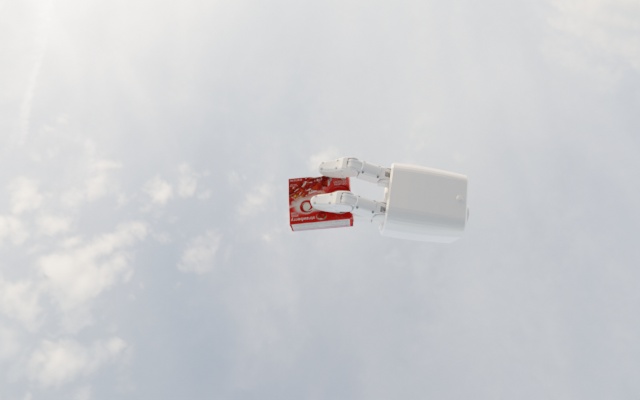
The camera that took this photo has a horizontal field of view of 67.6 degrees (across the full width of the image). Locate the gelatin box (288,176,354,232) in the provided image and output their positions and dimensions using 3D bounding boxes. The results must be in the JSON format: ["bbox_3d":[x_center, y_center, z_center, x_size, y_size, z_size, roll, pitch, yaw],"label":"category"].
[{"bbox_3d":[0.000,0.002,0.675,0.089,0.073,0.030,-5,-27,4],"label":"gelatin box"}]
